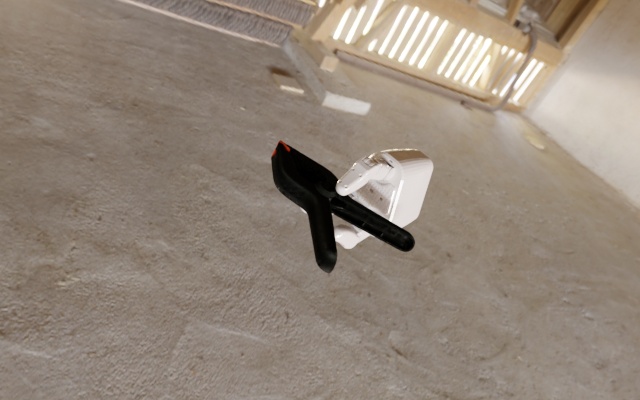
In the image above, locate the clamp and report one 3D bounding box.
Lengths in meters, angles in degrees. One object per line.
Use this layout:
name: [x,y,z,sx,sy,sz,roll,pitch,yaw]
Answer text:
clamp: [0.000,0.001,0.568,0.210,0.036,0.164,44,30,22]
